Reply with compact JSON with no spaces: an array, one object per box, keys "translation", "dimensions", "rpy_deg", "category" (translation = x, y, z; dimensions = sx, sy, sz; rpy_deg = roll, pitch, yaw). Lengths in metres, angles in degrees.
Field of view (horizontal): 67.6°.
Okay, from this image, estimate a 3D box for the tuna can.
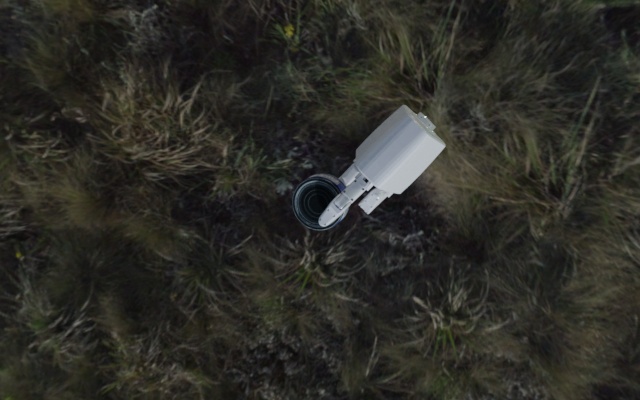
[{"translation":[0.000,0.003,0.739],"dimensions":[0.086,0.086,0.033],"rpy_deg":[0,12,18],"category":"tuna can"}]
